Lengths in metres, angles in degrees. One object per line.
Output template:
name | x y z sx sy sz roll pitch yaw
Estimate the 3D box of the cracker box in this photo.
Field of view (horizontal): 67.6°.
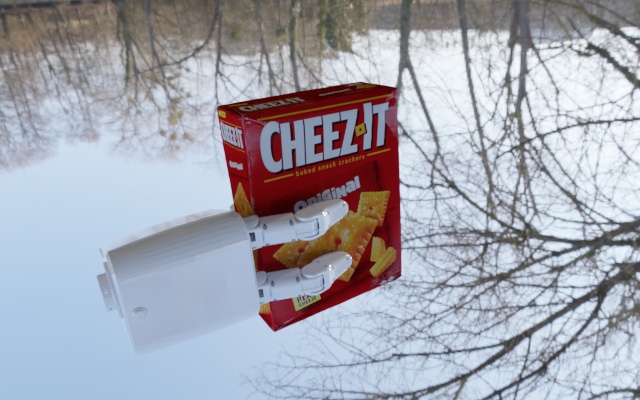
cracker box | 0.000 0.002 0.479 0.164 0.214 0.072 -17 24 -27
